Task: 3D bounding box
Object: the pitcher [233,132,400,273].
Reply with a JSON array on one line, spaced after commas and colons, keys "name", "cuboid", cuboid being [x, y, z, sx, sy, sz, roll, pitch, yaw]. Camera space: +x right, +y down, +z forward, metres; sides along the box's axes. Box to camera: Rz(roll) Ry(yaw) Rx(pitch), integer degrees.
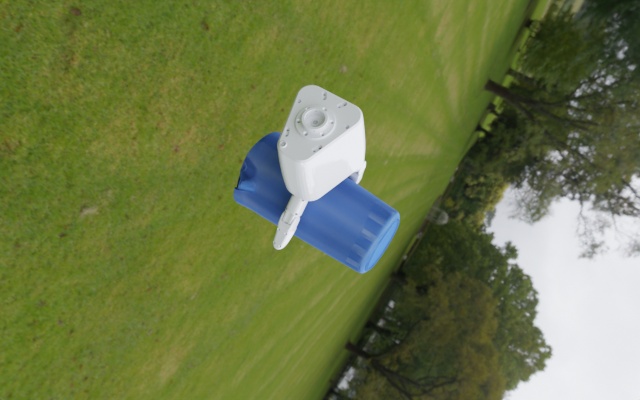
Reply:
[{"name": "pitcher", "cuboid": [0.000, 0.002, 0.749, 0.243, 0.149, 0.145, 32, -20, 17]}]
